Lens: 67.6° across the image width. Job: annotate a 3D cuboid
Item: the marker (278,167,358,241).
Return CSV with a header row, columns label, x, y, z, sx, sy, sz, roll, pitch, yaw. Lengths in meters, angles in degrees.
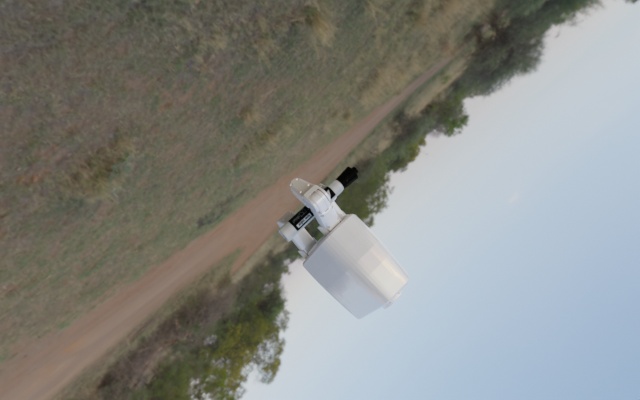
label,x,y,z,sx,sy,sz,roll,pitch,yaw
marker,0.000,0.002,0.571,0.121,0.020,0.020,-42,11,-13
